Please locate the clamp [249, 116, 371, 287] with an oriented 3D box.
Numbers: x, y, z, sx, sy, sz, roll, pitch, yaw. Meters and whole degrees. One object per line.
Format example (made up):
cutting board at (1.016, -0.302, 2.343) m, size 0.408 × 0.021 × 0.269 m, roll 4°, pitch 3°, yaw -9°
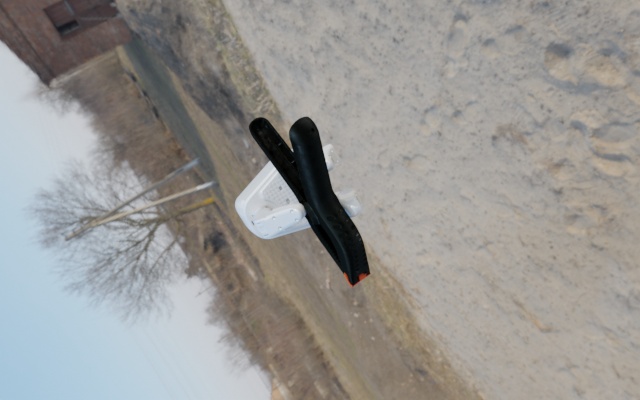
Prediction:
clamp at (0.000, 0.002, 0.489) m, size 0.036 × 0.210 × 0.164 m, roll -33°, pitch 13°, yaw -13°
